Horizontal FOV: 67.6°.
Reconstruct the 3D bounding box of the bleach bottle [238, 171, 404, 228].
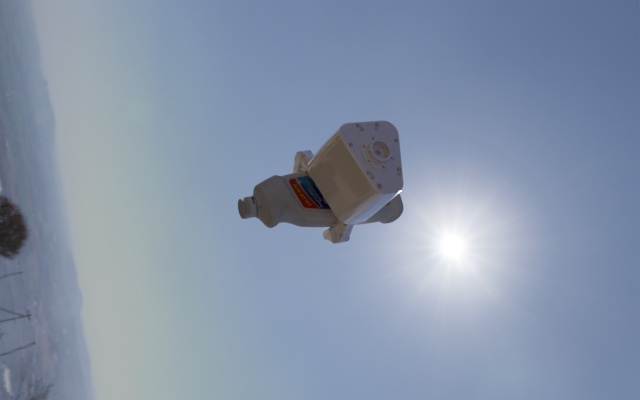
[{"bbox_3d":[0.000,0.002,0.730,0.251,0.102,0.068,-9,-18,-27],"label":"bleach bottle"}]
